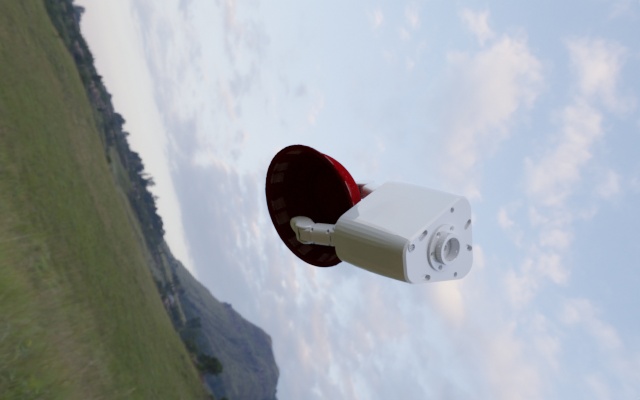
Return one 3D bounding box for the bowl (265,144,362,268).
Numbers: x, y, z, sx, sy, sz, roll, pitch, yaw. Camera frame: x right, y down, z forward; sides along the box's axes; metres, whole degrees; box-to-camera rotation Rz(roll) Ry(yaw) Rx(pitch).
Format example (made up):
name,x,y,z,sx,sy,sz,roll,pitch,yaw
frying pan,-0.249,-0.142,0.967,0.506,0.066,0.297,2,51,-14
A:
name,x,y,z,sx,sy,sz,roll,pitch,yaw
bowl,-0.001,0.001,0.617,0.162,0.162,0.055,0,16,45
